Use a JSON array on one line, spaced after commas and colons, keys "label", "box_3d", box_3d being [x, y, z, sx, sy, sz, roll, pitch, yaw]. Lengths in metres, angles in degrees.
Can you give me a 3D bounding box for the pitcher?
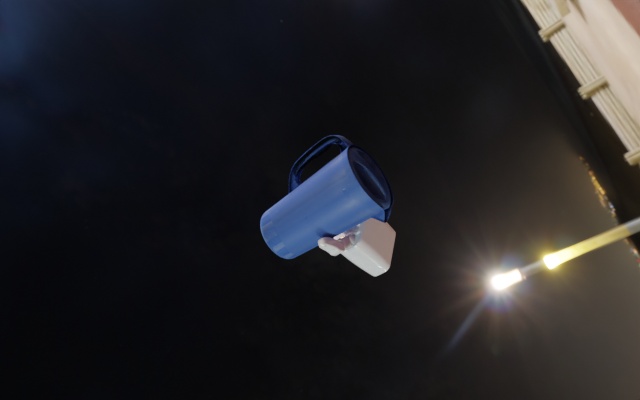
[{"label": "pitcher", "box_3d": [0.000, 0.003, 0.895, 0.243, 0.149, 0.145, -33, -53, 27]}]
